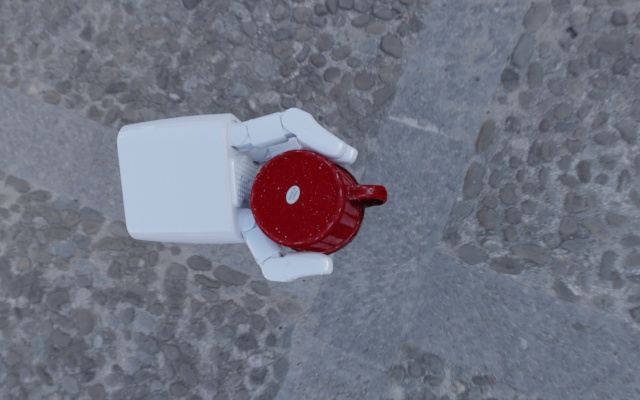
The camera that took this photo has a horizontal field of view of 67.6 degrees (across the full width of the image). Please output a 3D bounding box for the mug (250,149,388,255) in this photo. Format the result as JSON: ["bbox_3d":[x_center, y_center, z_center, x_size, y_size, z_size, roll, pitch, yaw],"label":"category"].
[{"bbox_3d":[0.001,0.001,0.419,0.117,0.093,0.081,-4,-8,12],"label":"mug"}]
